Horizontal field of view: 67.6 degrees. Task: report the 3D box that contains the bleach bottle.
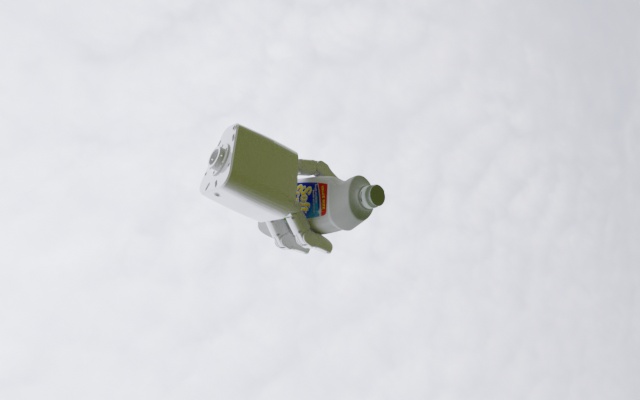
[{"bbox_3d":[0.000,0.002,0.721,0.068,0.102,0.251,27,-23,-32],"label":"bleach bottle"}]
